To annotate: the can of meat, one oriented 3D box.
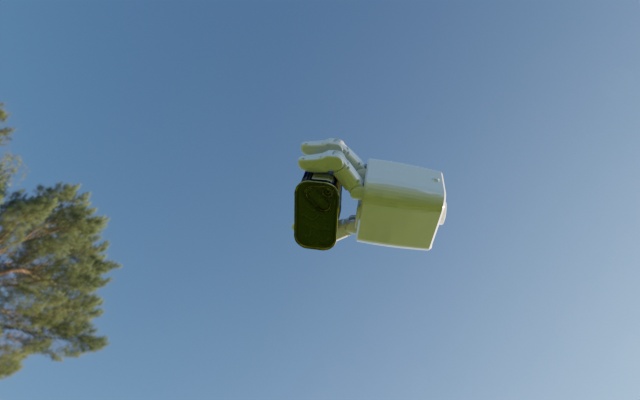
[{"bbox_3d":[0.000,0.002,0.652,0.057,0.102,0.084,6,29,7],"label":"can of meat"}]
